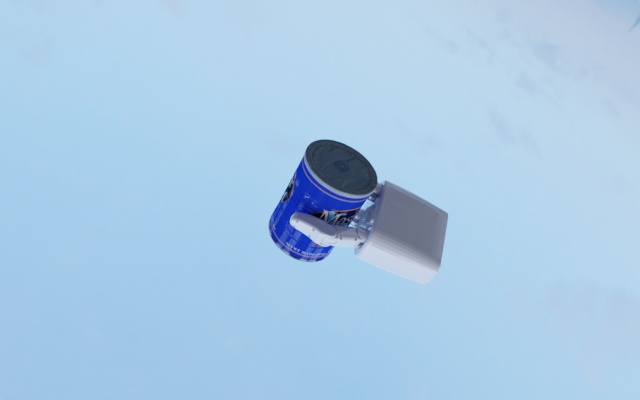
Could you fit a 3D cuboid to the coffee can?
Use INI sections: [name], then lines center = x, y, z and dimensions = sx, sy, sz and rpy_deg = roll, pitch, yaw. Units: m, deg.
[coffee can]
center = 0.000, 0.002, 0.653
dimensions = 0.103, 0.102, 0.140
rpy_deg = 0, -42, -33
